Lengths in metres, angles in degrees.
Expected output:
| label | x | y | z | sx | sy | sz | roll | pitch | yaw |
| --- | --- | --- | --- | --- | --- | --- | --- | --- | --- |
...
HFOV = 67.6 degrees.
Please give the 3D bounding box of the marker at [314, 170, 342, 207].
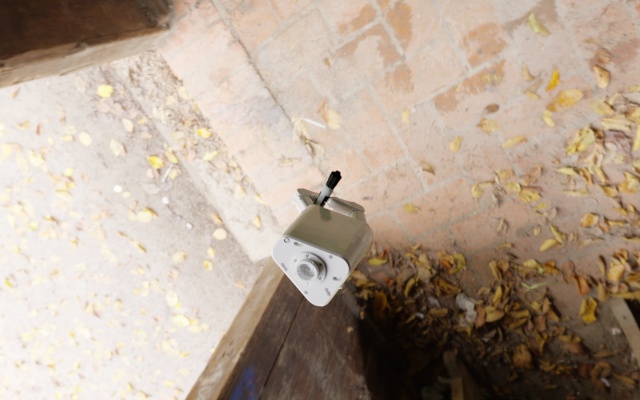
| label | x | y | z | sx | sy | sz | roll | pitch | yaw |
| --- | --- | --- | --- | --- | --- | --- | --- | --- | --- |
| marker | 0.000 | 0.002 | 0.744 | 0.020 | 0.121 | 0.020 | 23 | 30 | -14 |
